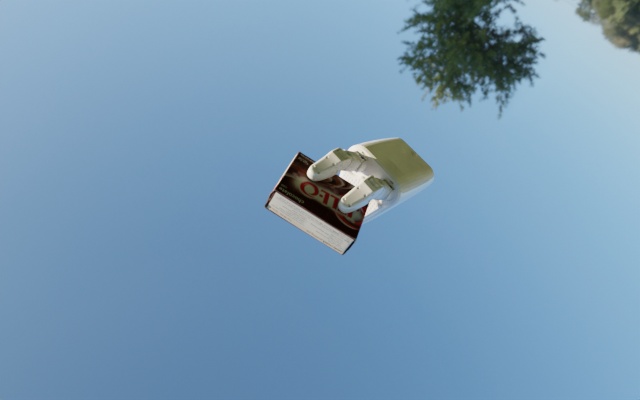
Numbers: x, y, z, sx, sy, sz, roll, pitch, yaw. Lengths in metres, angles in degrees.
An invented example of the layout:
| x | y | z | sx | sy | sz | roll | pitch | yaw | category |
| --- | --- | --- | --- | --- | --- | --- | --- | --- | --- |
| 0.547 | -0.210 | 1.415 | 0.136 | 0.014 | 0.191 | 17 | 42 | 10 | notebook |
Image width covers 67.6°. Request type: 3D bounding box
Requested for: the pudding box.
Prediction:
| x | y | z | sx | sy | sz | roll | pitch | yaw | category |
| --- | --- | --- | --- | --- | --- | --- | --- | --- | --- |
| 0.000 | 0.002 | 0.581 | 0.113 | 0.039 | 0.090 | 30 | 38 | -3 | pudding box |
